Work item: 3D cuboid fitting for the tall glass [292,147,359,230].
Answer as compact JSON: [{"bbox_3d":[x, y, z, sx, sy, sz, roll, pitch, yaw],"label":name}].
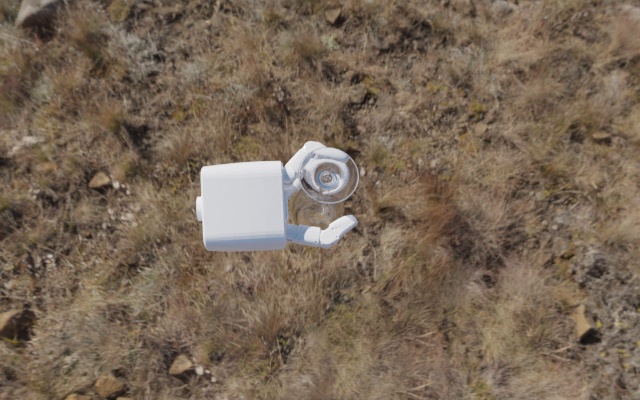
[{"bbox_3d":[0.000,0.002,0.672,0.079,0.079,0.201,0,-20,-6],"label":"tall glass"}]
